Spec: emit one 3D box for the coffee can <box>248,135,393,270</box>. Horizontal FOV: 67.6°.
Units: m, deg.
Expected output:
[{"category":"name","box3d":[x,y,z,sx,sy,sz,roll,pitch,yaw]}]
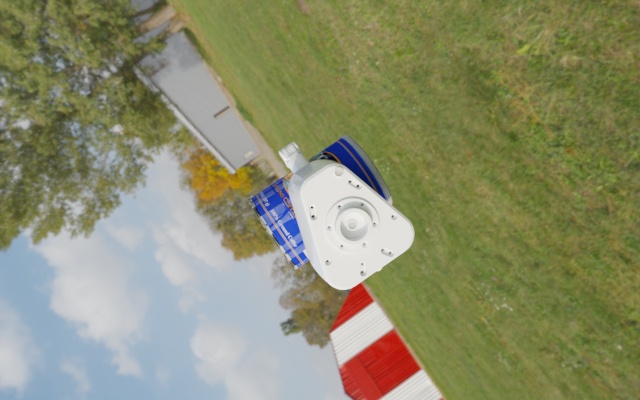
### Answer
[{"category":"coffee can","box3d":[0.000,0.002,0.576,0.140,0.103,0.103,-34,2,-4]}]
